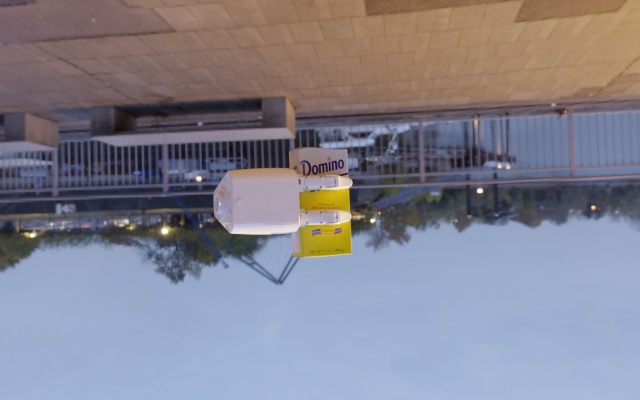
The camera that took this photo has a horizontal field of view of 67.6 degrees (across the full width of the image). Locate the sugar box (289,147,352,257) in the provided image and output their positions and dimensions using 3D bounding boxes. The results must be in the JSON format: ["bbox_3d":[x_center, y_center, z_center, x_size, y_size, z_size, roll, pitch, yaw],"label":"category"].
[{"bbox_3d":[0.000,0.003,0.786,0.093,0.176,0.048,-1,-2,-27],"label":"sugar box"}]
